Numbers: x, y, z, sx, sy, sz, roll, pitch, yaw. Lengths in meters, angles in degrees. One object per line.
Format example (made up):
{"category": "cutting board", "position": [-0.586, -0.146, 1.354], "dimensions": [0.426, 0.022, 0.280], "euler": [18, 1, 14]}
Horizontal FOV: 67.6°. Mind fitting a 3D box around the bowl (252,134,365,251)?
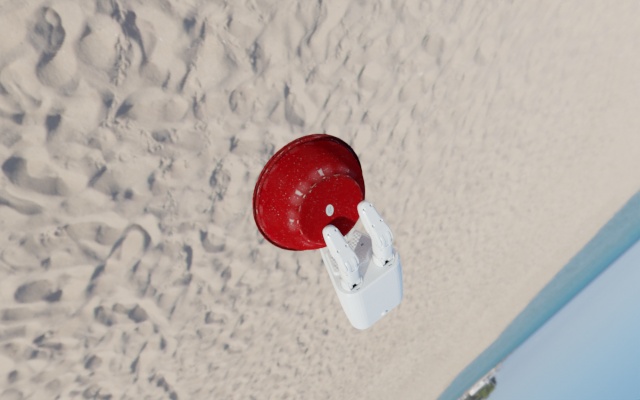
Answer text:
{"category": "bowl", "position": [0.000, 0.001, 0.591], "dimensions": [0.162, 0.162, 0.055], "euler": [0, 22, -33]}
